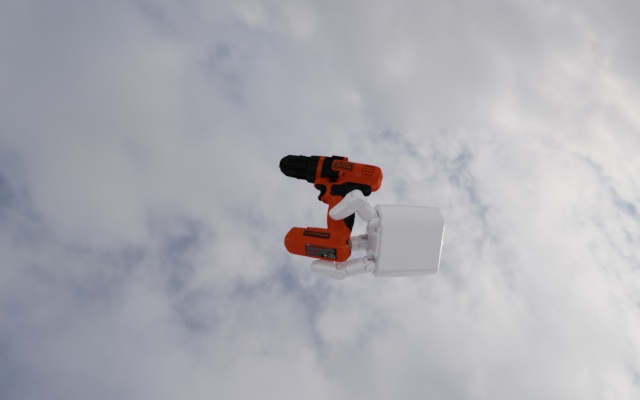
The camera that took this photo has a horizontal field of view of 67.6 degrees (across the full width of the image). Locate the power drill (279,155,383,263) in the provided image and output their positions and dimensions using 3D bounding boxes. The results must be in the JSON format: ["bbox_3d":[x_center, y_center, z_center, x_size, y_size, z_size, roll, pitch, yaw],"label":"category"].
[{"bbox_3d":[0.000,0.003,0.796,0.184,0.187,0.057,8,-34,12],"label":"power drill"}]
